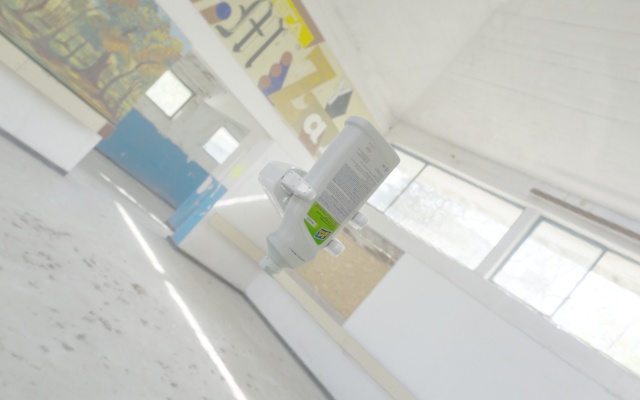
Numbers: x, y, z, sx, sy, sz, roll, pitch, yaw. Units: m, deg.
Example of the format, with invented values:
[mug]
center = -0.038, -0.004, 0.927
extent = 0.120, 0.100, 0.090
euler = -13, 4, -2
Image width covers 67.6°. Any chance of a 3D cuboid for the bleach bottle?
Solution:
[bleach bottle]
center = 0.000, 0.002, 0.685
extent = 0.103, 0.251, 0.068
euler = 45, -7, -25
